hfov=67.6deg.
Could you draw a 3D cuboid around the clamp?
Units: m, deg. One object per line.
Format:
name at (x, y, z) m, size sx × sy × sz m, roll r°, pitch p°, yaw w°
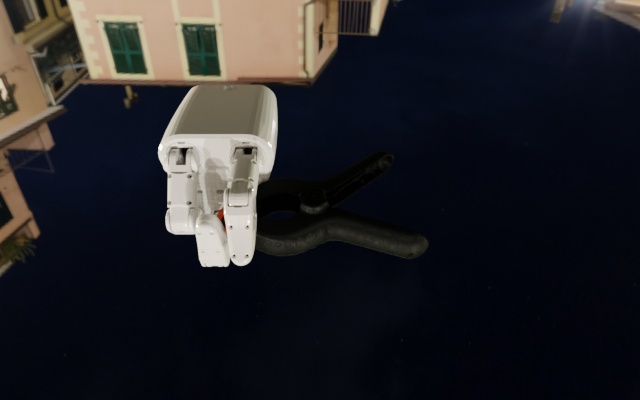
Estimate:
clamp at (0.000, 0.002, 0.418) m, size 0.171 × 0.039 × 0.120 m, roll 0°, pitch 40°, yaw -1°
